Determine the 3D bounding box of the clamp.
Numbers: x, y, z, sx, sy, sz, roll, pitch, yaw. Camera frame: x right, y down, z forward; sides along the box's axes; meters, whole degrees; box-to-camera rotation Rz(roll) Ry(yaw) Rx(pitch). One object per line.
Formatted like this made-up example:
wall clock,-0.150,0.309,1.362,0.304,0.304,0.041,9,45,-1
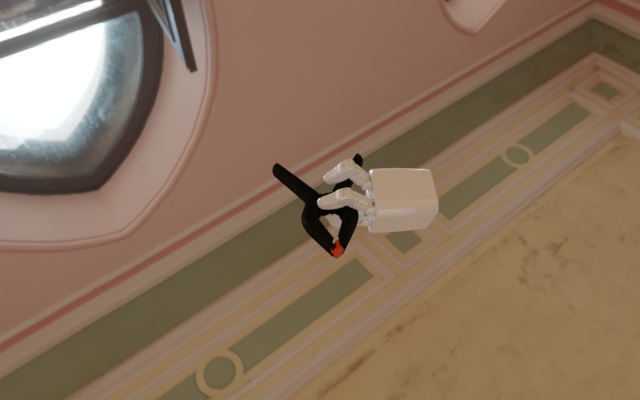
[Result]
clamp,0.000,0.004,0.811,0.164,0.209,0.036,-3,-38,-1
